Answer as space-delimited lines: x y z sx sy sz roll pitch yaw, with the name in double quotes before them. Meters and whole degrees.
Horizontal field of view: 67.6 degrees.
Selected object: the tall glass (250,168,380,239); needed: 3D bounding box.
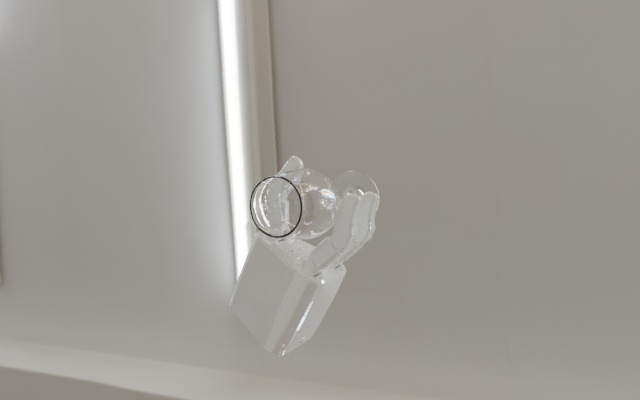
"tall glass" 0.000 0.002 0.559 0.079 0.079 0.201 0 2 27
